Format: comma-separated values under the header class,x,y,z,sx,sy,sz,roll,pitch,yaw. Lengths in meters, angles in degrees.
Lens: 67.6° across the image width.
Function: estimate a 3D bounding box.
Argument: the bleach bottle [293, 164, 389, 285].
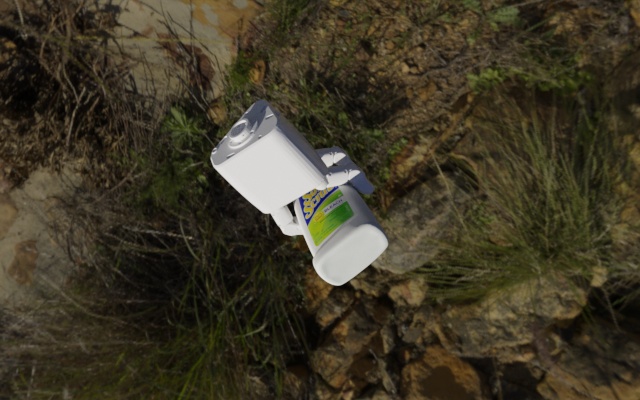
class,x,y,z,sx,sy,sz,roll,pitch,yaw
bleach bottle,0.000,0.002,0.693,0.068,0.102,0.250,46,7,-39
